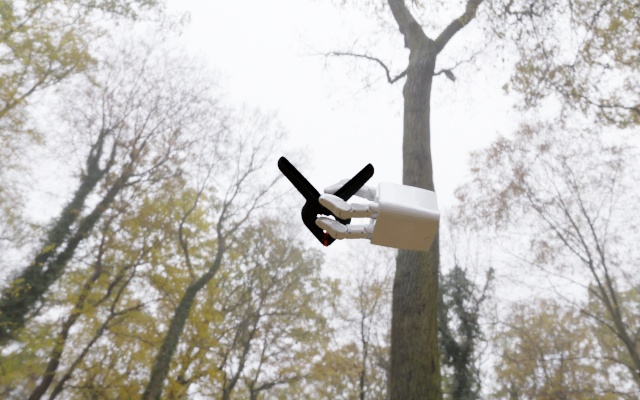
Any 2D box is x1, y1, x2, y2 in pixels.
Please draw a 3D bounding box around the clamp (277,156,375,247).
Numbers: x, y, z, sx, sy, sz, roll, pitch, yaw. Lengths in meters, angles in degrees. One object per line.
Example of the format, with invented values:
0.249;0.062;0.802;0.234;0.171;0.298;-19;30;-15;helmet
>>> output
0.000;0.003;0.861;0.164;0.210;0.036;11;45;3;clamp
